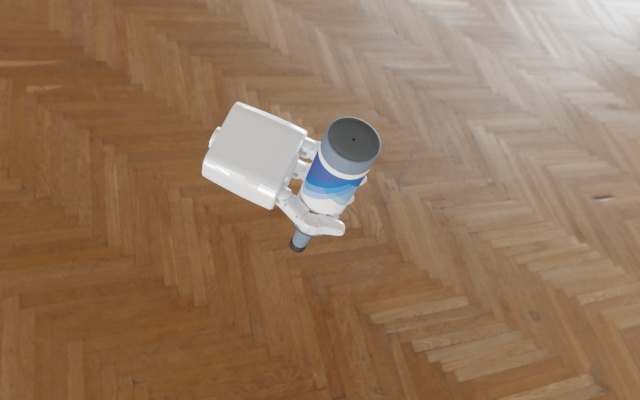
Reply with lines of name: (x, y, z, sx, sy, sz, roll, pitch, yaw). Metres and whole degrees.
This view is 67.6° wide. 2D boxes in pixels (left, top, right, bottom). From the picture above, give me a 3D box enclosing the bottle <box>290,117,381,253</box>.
bottle: (0.000, 0.002, 0.664, 0.069, 0.069, 0.296, 0, -29, -17)
